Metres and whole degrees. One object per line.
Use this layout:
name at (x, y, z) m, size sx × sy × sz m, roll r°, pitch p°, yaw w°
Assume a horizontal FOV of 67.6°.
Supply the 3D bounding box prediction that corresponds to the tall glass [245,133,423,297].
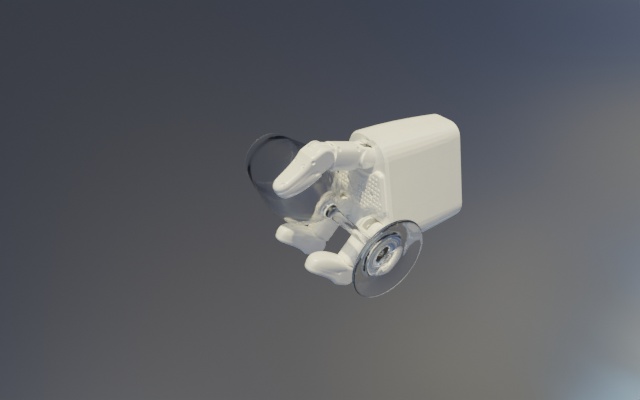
tall glass at (0.000, 0.002, 0.454) m, size 0.079 × 0.079 × 0.201 m, roll 0°, pitch 28°, yaw -40°
